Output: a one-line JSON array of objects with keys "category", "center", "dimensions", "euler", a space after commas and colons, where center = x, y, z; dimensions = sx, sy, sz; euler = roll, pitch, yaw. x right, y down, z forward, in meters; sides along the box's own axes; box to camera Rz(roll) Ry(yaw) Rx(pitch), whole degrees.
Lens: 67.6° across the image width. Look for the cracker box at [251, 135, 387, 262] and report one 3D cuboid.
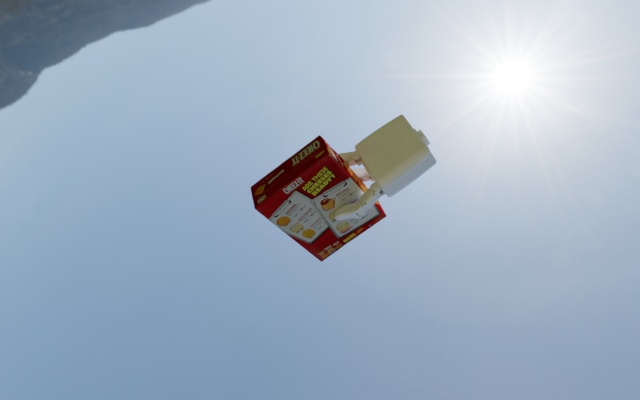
[{"category": "cracker box", "center": [0.000, 0.003, 0.894], "dimensions": [0.164, 0.072, 0.214], "euler": [-36, -48, 12]}]
